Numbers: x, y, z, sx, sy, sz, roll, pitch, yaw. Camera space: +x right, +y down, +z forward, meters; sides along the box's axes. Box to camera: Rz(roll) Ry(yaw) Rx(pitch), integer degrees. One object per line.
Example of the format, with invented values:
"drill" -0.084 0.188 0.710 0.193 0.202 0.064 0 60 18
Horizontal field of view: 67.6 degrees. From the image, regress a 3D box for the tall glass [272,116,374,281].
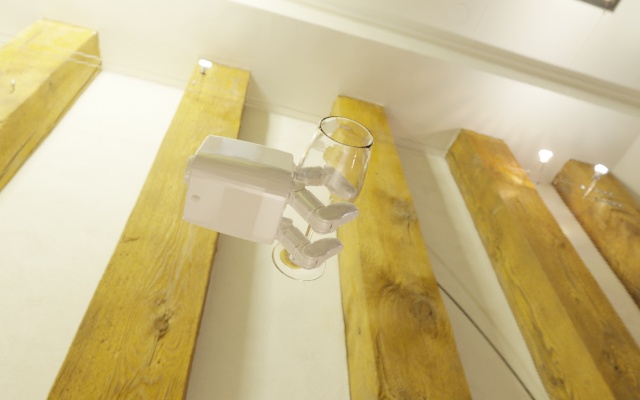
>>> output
"tall glass" 0.000 0.002 0.567 0.079 0.201 0.079 13 36 -10
